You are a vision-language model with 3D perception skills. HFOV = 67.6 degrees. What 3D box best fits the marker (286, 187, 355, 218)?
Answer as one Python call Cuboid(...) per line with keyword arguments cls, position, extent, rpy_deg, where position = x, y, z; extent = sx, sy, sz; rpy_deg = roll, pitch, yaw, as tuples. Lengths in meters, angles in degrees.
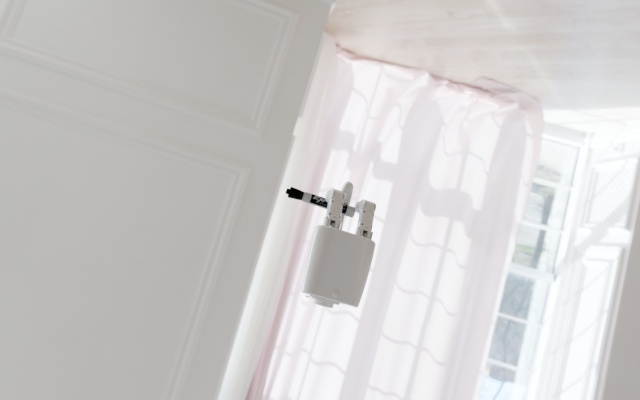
Cuboid(cls="marker", position=(0.000, 0.003, 0.797), extent=(0.121, 0.020, 0.020), rpy_deg=(18, -4, -11))
